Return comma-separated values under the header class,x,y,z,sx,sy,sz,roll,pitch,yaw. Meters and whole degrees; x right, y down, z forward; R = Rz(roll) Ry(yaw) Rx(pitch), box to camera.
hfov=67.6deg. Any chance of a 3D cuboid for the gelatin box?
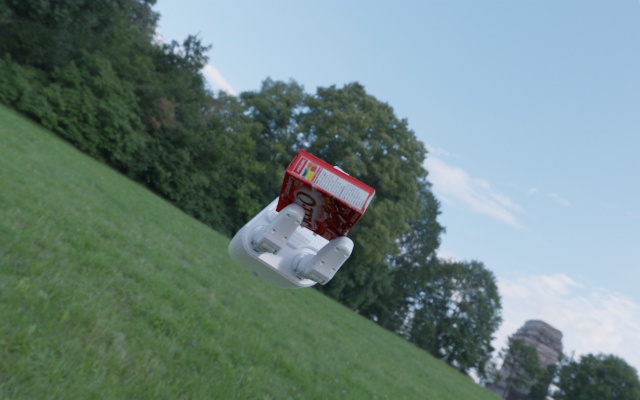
class,x,y,z,sx,sy,sz,roll,pitch,yaw
gelatin box,0.000,0.001,0.431,0.073,0.030,0.089,30,-26,1
